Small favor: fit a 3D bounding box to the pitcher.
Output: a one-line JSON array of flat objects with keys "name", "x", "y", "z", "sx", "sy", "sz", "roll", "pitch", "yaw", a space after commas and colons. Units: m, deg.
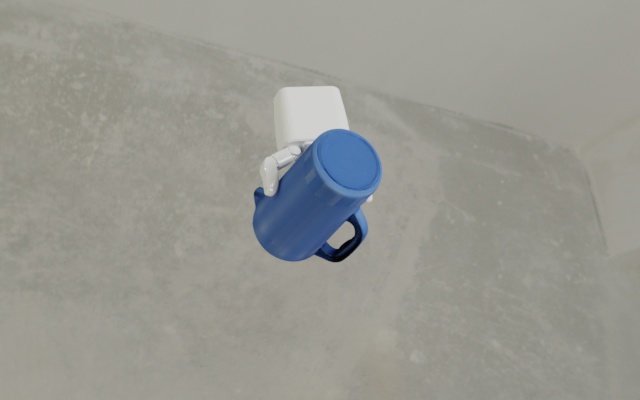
[{"name": "pitcher", "x": 0.000, "y": 0.002, "z": 0.738, "sx": 0.149, "sy": 0.145, "sz": 0.243, "roll": 3, "pitch": -25, "yaw": -25}]
